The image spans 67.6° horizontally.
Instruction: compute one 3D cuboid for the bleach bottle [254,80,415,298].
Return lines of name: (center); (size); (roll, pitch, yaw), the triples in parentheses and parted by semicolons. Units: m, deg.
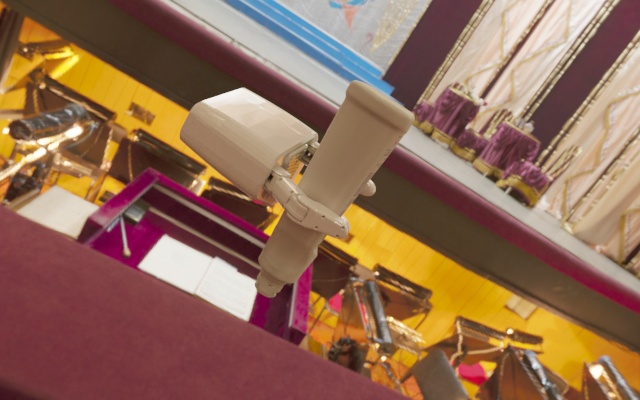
bleach bottle: (0.000, 0.002, 0.499); (0.068, 0.251, 0.102); (35, 17, 8)
